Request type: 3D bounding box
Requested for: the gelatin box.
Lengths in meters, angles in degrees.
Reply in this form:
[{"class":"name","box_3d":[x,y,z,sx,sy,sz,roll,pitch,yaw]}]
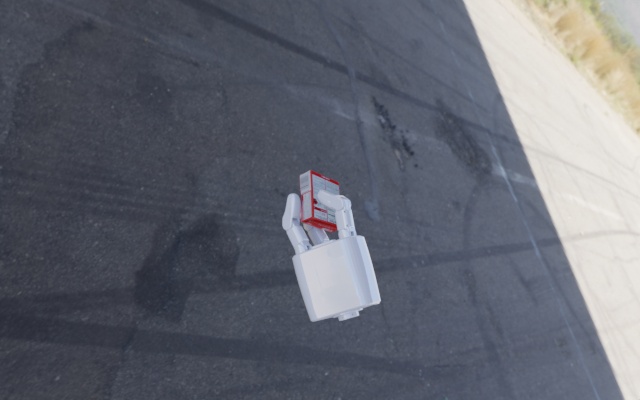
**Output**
[{"class":"gelatin box","box_3d":[0.000,0.002,0.798,0.030,0.089,0.073,-22,-29,38]}]
